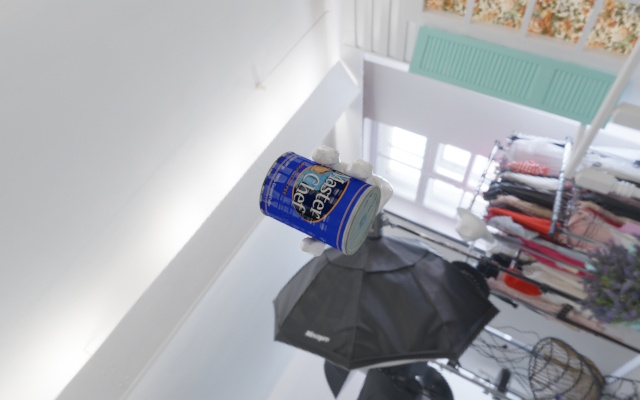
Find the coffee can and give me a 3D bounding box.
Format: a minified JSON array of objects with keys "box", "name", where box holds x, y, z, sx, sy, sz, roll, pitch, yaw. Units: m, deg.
[{"box":[0.000,0.002,0.674,0.140,0.103,0.103,24,9,20],"name":"coffee can"}]
